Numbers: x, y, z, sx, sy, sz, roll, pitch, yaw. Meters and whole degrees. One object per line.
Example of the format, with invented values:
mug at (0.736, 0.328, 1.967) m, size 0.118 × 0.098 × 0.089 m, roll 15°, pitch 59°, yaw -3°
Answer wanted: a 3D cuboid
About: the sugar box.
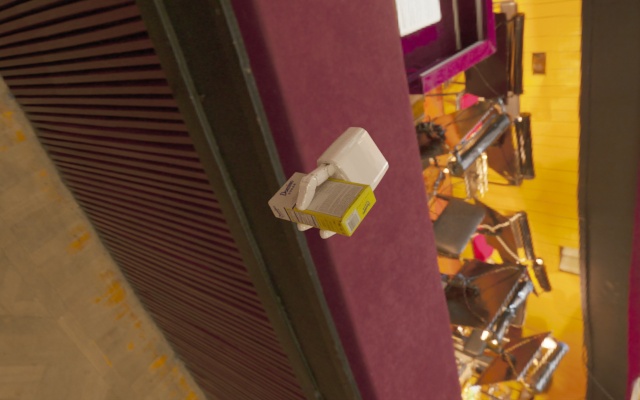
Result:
sugar box at (0.000, 0.003, 0.860) m, size 0.176 × 0.048 × 0.093 m, roll 11°, pitch 49°, yaw 41°
